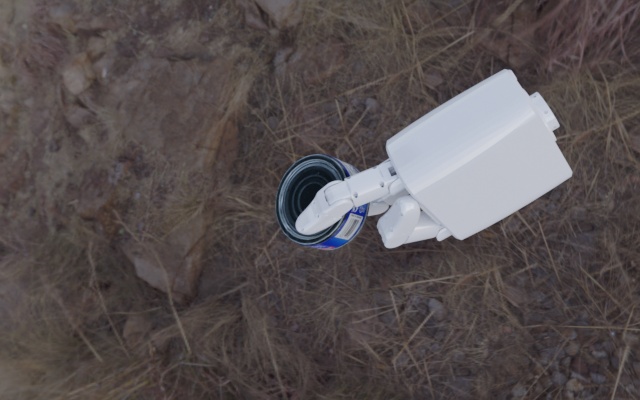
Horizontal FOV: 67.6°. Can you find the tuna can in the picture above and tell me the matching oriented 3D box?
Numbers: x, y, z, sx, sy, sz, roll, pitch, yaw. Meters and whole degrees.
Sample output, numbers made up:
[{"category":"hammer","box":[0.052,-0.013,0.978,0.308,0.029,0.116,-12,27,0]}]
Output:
[{"category":"tuna can","box":[0.000,0.001,0.438,0.086,0.086,0.034,0,-10,36]}]
